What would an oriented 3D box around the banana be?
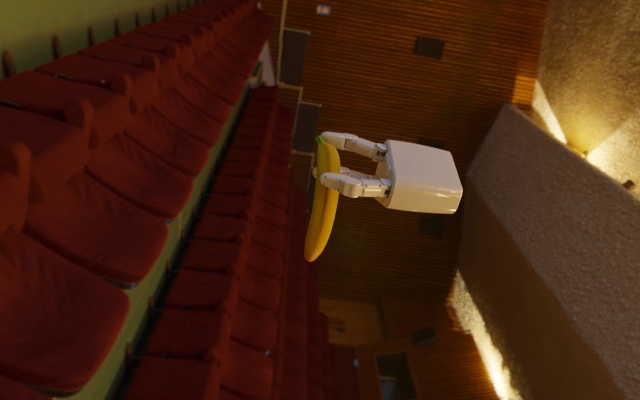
[{"bbox_3d":[0.004,0.000,0.723,0.037,0.198,0.069,6,2,-11],"label":"banana"}]
